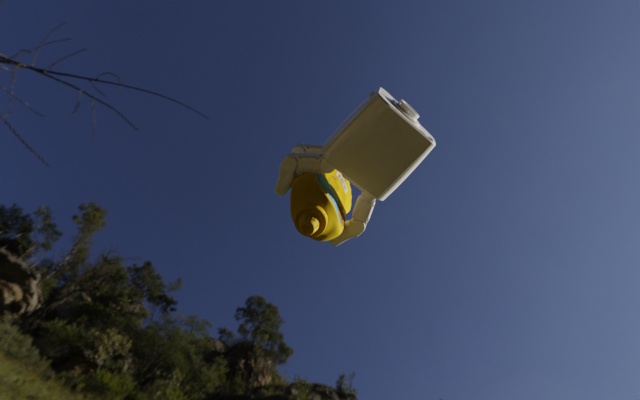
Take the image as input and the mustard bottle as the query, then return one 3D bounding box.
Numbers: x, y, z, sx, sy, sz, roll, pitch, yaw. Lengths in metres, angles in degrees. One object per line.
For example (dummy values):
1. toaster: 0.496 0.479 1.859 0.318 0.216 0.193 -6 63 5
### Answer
1. mustard bottle: 0.000 0.002 0.653 0.058 0.096 0.191 -22 14 16
